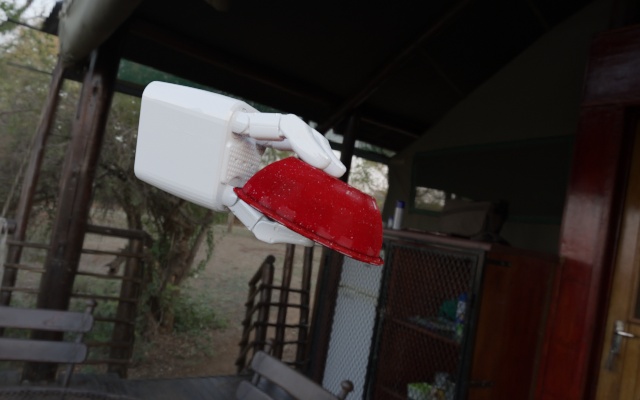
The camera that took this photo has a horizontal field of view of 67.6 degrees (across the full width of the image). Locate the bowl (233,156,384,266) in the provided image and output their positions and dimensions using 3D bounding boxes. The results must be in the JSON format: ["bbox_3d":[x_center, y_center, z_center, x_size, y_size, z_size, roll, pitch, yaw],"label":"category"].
[{"bbox_3d":[0.001,0.002,0.462,0.162,0.055,0.162,27,3,-2],"label":"bowl"}]
